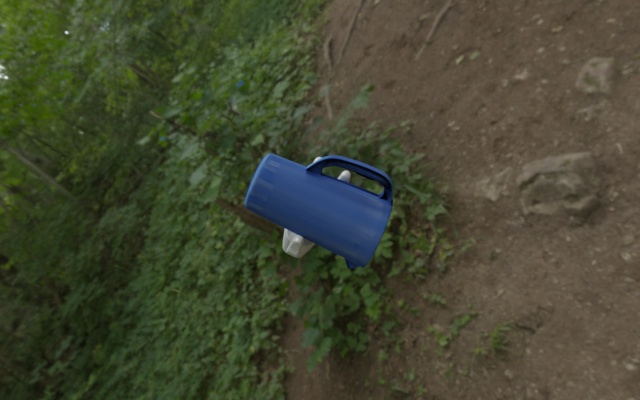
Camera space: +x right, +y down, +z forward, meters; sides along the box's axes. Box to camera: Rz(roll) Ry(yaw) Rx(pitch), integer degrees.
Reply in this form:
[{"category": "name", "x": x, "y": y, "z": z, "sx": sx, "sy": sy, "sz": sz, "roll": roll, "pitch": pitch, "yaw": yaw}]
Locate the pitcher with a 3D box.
[{"category": "pitcher", "x": 0.000, "y": 0.003, "z": 0.840, "sx": 0.243, "sy": 0.149, "sz": 0.145, "roll": 24, "pitch": -23, "yaw": -1}]
